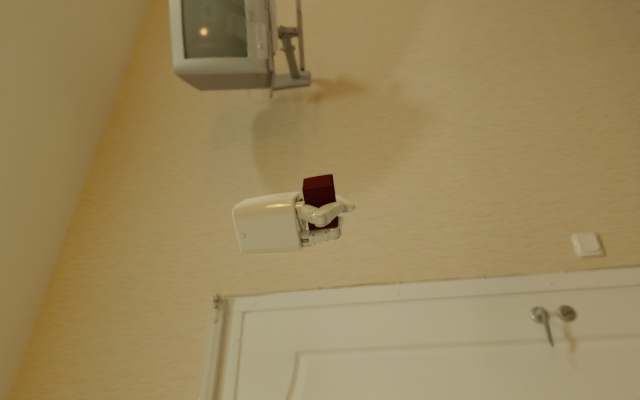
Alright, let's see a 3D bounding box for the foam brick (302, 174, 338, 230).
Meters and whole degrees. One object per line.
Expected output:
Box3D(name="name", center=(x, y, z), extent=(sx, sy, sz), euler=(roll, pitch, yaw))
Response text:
Box3D(name="foam brick", center=(0.000, 0.002, 0.808), extent=(0.051, 0.078, 0.053), euler=(-6, 25, 5))
